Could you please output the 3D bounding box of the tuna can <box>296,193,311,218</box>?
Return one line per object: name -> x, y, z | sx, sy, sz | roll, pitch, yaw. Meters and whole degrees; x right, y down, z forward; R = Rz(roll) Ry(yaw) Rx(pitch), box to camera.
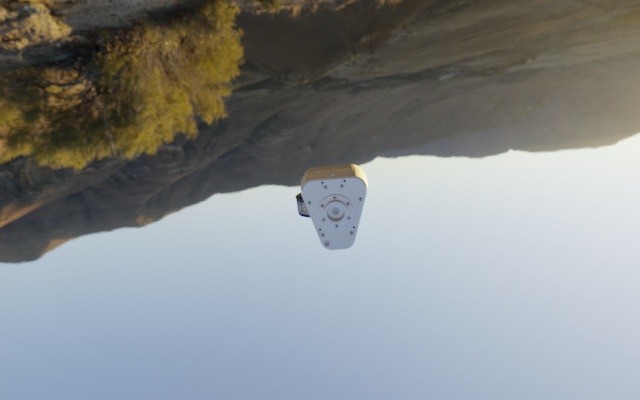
tuna can -> 0.000, 0.003, 0.849 | 0.086, 0.034, 0.086 | -7, 14, 2
